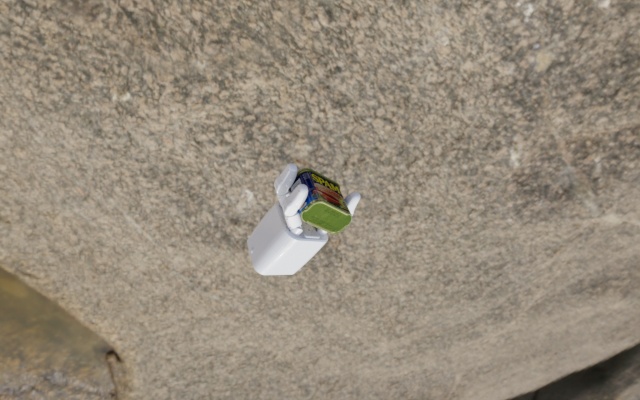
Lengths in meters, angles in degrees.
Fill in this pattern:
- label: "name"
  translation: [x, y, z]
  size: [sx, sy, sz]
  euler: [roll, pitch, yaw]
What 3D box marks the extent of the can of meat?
- label: "can of meat"
  translation: [0.000, 0.003, 0.824]
  size: [0.102, 0.084, 0.057]
  euler: [26, -61, -38]
